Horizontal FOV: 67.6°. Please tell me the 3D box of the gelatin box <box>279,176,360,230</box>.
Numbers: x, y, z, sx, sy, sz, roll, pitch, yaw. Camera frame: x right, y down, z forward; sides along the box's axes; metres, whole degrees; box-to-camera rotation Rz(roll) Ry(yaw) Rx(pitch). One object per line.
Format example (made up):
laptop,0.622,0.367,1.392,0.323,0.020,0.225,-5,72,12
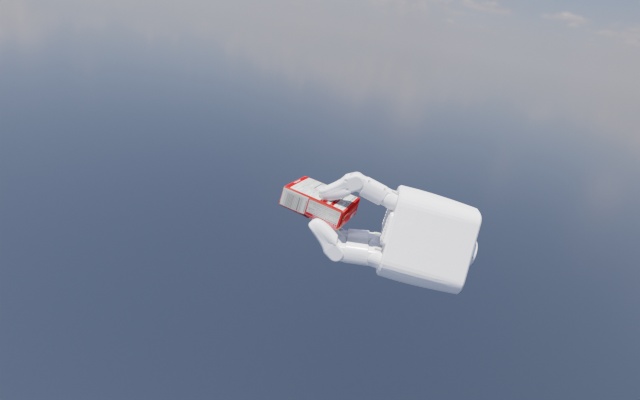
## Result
gelatin box,0.000,0.002,0.639,0.089,0.030,0.073,23,21,14
